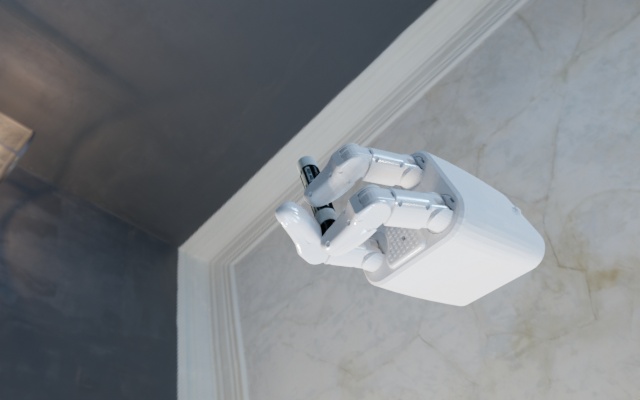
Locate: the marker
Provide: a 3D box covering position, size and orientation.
[{"bbox_3d":[0.000,0.001,0.402,0.020,0.020,0.121,0,36,-16],"label":"marker"}]
